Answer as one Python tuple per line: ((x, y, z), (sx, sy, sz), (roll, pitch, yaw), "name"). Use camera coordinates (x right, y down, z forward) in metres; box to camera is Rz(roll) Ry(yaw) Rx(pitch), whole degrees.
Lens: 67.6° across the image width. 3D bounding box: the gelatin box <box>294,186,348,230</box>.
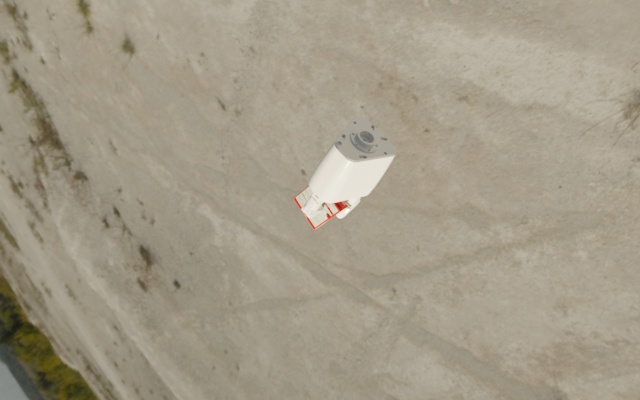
((0.000, 0.003, 0.888), (0.030, 0.073, 0.089), (-31, -5, -44), "gelatin box")
